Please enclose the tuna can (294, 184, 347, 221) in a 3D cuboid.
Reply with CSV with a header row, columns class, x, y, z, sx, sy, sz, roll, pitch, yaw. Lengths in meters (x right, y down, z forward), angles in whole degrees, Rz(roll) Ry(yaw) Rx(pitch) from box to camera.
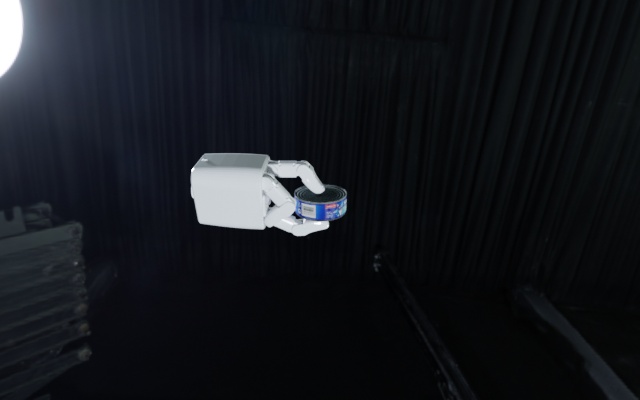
class,x,y,z,sx,sy,sz,roll,pitch,yaw
tuna can,0.000,0.003,0.780,0.086,0.034,0.086,0,22,0
